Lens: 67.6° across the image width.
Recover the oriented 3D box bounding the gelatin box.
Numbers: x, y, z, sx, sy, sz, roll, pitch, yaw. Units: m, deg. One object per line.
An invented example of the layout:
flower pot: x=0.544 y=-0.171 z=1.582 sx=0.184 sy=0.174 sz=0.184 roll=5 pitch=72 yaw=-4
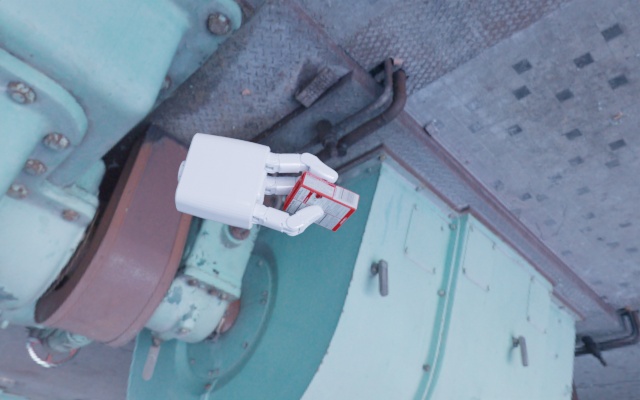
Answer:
gelatin box: x=0.000 y=0.003 z=0.685 sx=0.089 sy=0.030 sz=0.073 roll=24 pitch=-37 yaw=-11
